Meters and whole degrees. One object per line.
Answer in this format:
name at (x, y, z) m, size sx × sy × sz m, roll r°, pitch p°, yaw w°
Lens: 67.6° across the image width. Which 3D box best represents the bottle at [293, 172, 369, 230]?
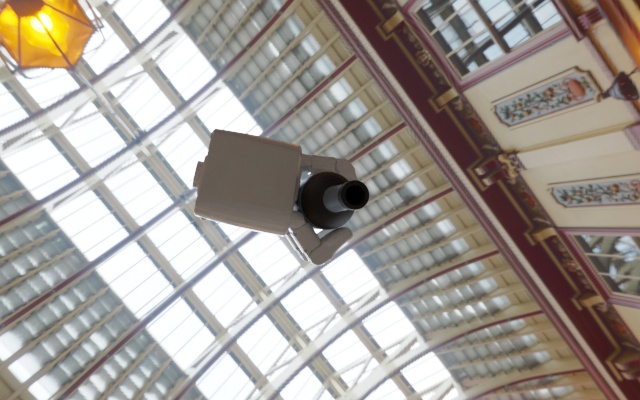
bottle at (0.000, 0.002, 0.580) m, size 0.069 × 0.069 × 0.296 m, roll 0°, pitch -3°, yaw -13°
